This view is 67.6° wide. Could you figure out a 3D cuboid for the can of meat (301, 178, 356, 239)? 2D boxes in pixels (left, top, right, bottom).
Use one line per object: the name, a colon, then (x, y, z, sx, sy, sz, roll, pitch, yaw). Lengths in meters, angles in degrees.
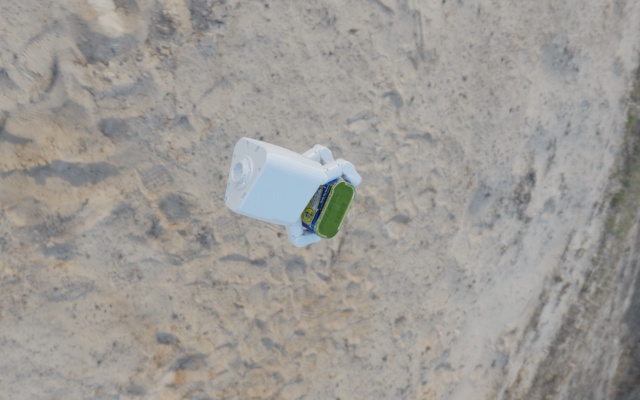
can of meat: (0.000, 0.003, 0.778, 0.057, 0.102, 0.084, 19, 7, -43)
